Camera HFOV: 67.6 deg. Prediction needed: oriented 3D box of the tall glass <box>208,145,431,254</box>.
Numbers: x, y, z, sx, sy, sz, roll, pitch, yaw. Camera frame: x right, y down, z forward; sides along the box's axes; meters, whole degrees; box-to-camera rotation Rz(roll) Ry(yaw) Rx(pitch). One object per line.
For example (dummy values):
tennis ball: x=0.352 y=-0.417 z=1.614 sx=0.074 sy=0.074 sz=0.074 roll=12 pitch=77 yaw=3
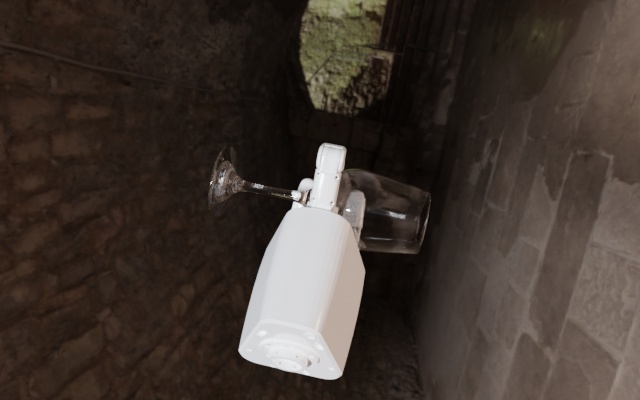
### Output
tall glass: x=-0.001 y=0.001 z=0.463 sx=0.201 sy=0.079 sz=0.079 roll=11 pitch=1 yaw=5
